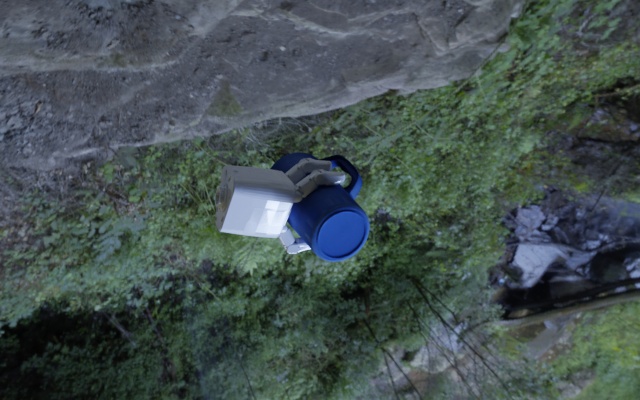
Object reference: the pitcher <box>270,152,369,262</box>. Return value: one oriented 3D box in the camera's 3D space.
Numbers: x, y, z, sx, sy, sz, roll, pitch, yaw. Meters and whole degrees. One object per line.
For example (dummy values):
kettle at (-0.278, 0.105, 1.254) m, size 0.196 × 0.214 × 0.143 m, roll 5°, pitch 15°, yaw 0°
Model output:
pitcher at (0.000, 0.003, 0.881) m, size 0.145 × 0.149 × 0.242 m, roll 7°, pitch 20°, yaw -26°
